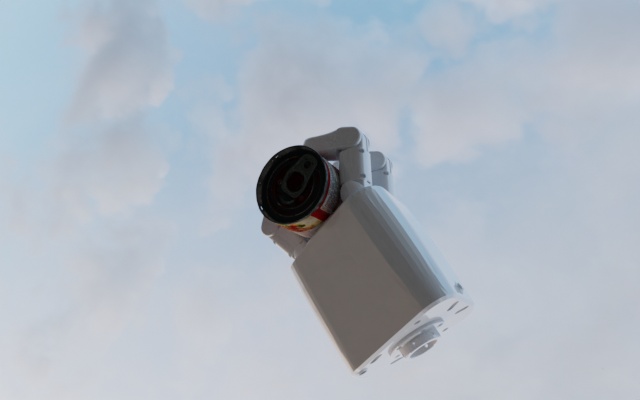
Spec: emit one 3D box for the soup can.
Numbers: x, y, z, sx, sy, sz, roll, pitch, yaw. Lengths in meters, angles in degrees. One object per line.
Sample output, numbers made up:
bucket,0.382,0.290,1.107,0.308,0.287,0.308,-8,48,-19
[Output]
soup can,0.000,0.001,0.425,0.068,0.068,0.102,0,-17,31
